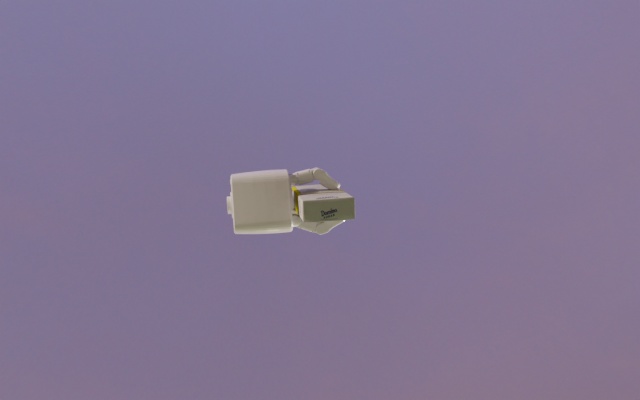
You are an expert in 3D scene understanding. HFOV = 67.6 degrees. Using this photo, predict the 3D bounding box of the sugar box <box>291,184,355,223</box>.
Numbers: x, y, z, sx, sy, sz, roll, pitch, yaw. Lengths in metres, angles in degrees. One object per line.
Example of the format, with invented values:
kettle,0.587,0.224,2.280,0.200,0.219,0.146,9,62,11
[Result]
sugar box,0.000,0.003,0.895,0.093,0.048,0.176,-4,12,-9
